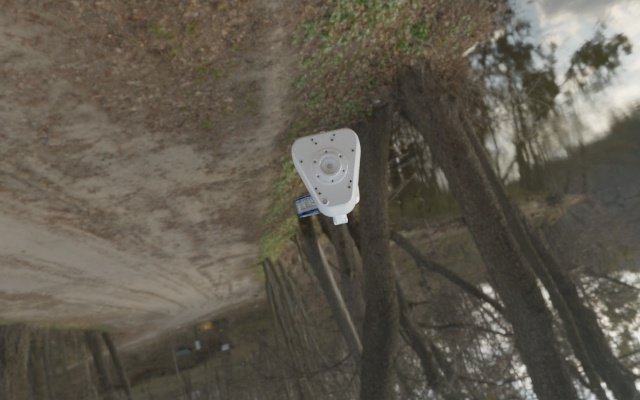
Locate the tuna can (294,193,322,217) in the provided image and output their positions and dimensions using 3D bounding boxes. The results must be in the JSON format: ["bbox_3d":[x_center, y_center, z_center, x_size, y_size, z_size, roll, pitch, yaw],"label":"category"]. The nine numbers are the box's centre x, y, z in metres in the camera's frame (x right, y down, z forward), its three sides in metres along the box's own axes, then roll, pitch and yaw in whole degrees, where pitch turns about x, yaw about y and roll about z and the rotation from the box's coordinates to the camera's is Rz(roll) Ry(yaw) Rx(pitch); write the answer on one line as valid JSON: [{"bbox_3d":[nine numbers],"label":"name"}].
[{"bbox_3d":[0.000,0.003,0.820,0.086,0.034,0.086,-15,-4,-1],"label":"tuna can"}]
